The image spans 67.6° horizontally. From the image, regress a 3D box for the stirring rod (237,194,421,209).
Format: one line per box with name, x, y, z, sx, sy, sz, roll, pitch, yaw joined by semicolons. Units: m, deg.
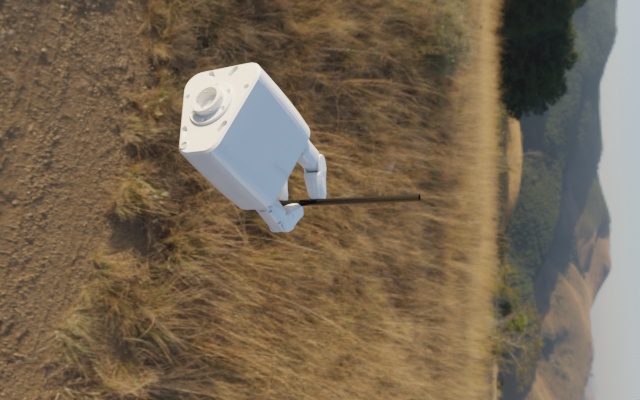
stirring rod;0.000;0.002;0.573;0.239;0.011;0.011;-3;-1;26
